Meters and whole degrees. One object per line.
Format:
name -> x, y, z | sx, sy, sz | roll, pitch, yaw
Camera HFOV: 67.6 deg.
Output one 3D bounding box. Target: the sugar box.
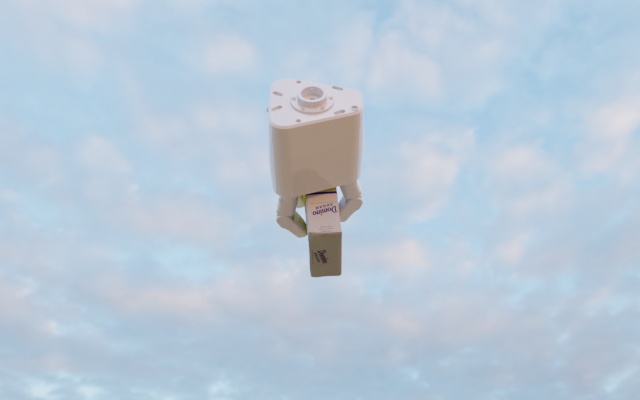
sugar box -> 0.000, 0.002, 0.628 | 0.048, 0.176, 0.093 | -2, -42, 0
